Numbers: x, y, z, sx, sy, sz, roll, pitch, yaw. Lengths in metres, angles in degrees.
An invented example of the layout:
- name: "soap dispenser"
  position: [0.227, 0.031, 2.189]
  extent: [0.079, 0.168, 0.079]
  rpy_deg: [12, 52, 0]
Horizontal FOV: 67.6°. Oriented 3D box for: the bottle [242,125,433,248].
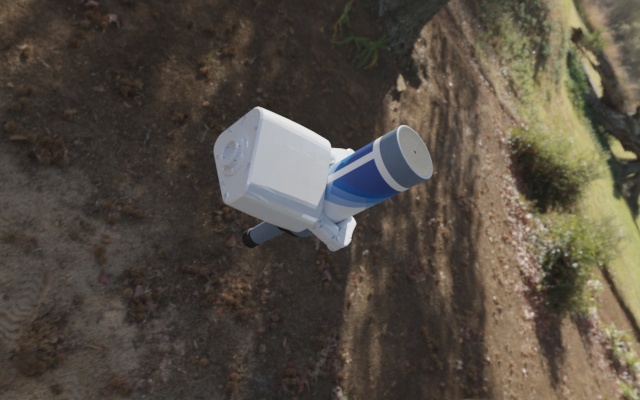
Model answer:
- name: "bottle"
  position: [0.000, 0.002, 0.612]
  extent: [0.296, 0.069, 0.069]
  rpy_deg: [-28, -18, 37]
